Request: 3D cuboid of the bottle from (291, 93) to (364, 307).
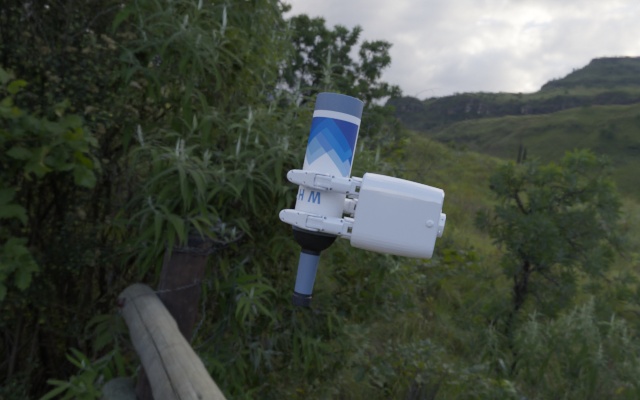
[{"bbox_3d":[0.000,0.002,0.672,0.069,0.295,0.069,11,1,0],"label":"bottle"}]
